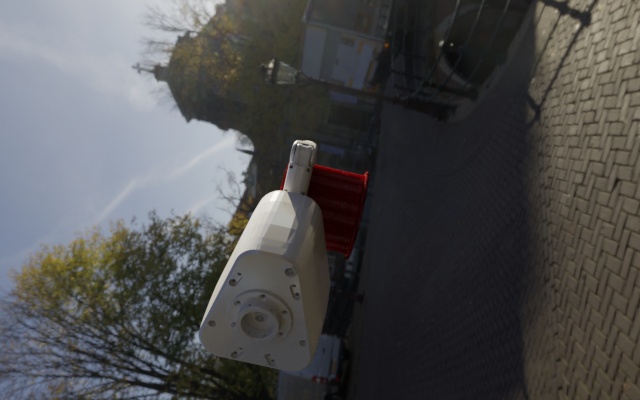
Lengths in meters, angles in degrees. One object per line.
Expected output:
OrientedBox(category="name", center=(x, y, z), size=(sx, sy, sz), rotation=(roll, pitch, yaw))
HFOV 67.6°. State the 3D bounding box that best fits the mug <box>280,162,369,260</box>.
OrientedBox(category="mug", center=(0.000, 0.001, 0.501), size=(0.081, 0.093, 0.117), rotation=(13, 23, 0))
